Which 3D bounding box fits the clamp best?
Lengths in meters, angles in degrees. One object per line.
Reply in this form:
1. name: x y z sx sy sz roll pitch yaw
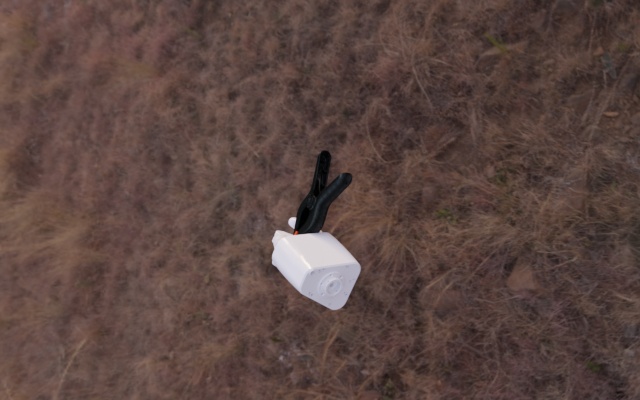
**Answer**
1. clamp: -0.001 0.003 0.839 0.039 0.171 0.120 15 11 -22
